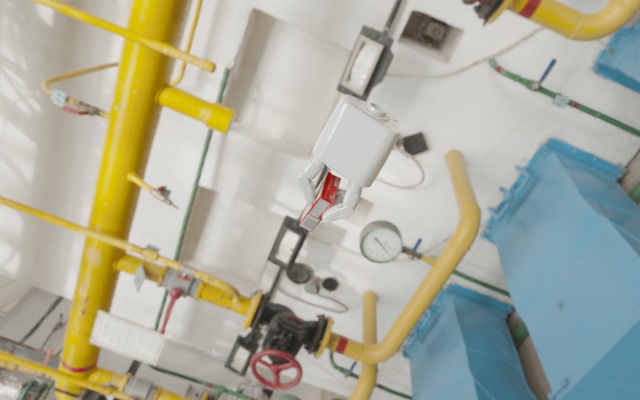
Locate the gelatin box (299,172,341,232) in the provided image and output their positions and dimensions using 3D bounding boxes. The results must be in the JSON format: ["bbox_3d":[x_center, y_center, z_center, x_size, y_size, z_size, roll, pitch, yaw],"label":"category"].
[{"bbox_3d":[0.000,0.003,0.861,0.030,0.073,0.089,29,-49,-9],"label":"gelatin box"}]
